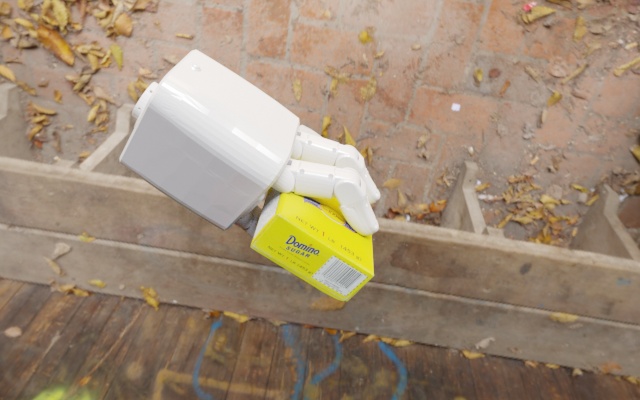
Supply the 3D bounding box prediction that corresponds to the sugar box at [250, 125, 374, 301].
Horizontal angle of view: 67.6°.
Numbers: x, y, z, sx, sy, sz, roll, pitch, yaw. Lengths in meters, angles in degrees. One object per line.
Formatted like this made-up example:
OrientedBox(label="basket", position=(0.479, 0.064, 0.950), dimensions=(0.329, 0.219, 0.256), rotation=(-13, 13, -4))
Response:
OrientedBox(label="sugar box", position=(0.000, 0.001, 0.435), dimensions=(0.093, 0.048, 0.176), rotation=(34, 30, -16))
